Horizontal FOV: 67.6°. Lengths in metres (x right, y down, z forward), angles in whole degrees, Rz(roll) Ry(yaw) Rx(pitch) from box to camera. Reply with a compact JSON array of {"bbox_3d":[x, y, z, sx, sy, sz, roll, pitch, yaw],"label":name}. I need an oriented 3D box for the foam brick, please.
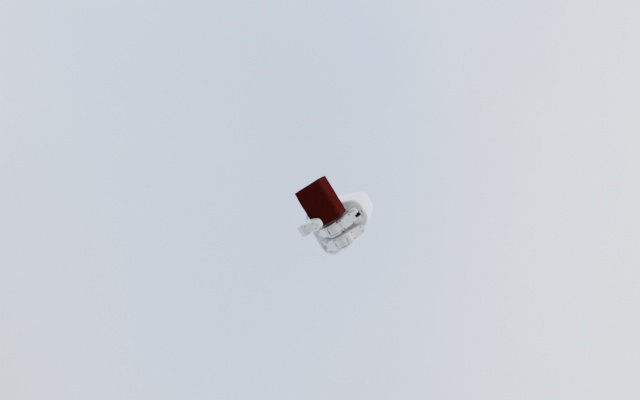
[{"bbox_3d":[0.000,0.003,0.854,0.053,0.078,0.051,-29,4,19],"label":"foam brick"}]
